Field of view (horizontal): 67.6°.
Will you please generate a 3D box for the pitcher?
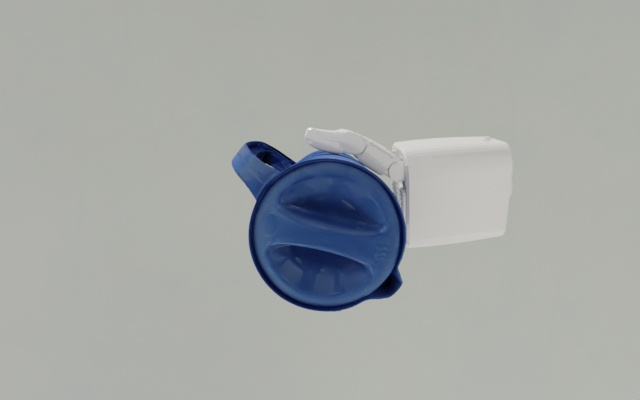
[{"bbox_3d":[0.000,0.002,0.510,0.145,0.149,0.242,-5,11,2],"label":"pitcher"}]
